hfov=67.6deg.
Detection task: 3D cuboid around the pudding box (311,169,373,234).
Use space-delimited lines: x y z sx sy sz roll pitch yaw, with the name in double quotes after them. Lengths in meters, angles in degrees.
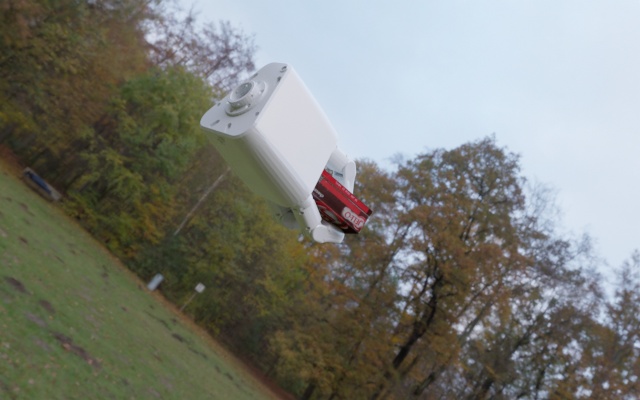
0.000 0.002 0.589 0.090 0.039 0.113 41 -15 -15 "pudding box"
